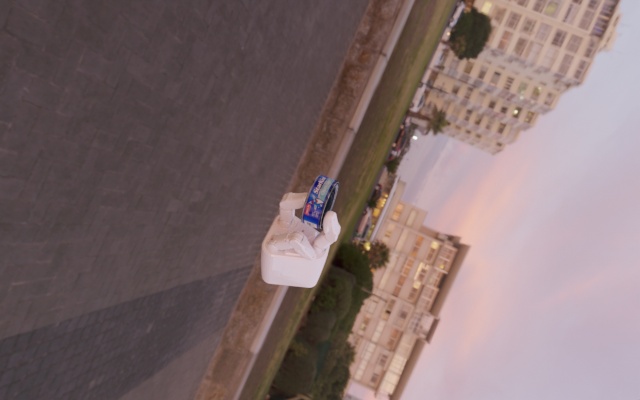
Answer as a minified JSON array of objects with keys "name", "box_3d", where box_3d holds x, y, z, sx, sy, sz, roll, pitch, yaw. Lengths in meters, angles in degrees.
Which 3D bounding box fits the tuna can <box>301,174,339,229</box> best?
[{"name":"tuna can","box_3d":[0.001,0.003,0.782,0.034,0.086,0.086,20,4,10]}]
